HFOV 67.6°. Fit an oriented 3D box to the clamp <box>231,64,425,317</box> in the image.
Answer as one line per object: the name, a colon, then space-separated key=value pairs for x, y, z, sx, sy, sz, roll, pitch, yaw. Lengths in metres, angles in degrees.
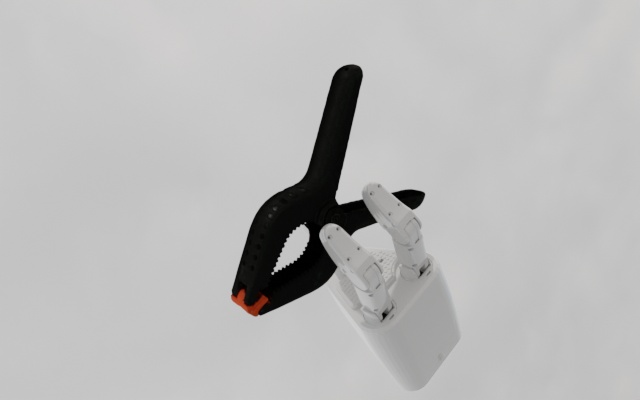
clamp: x=-0.001 y=0.002 z=0.401 sx=0.210 sy=0.165 sz=0.036 roll=-43 pitch=34 yaw=-22
